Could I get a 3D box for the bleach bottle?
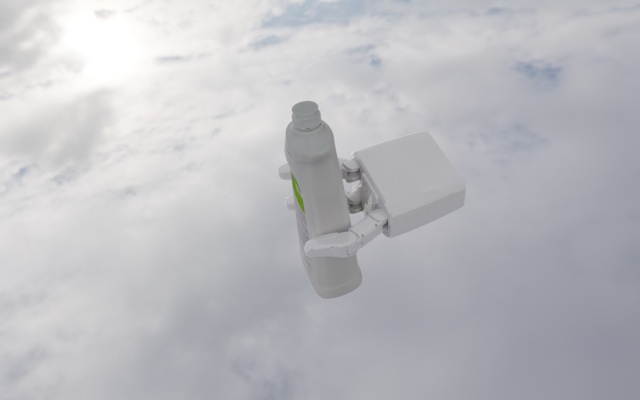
[{"bbox_3d":[0.000,0.002,0.568,0.068,0.251,0.102,-19,44,-12],"label":"bleach bottle"}]
